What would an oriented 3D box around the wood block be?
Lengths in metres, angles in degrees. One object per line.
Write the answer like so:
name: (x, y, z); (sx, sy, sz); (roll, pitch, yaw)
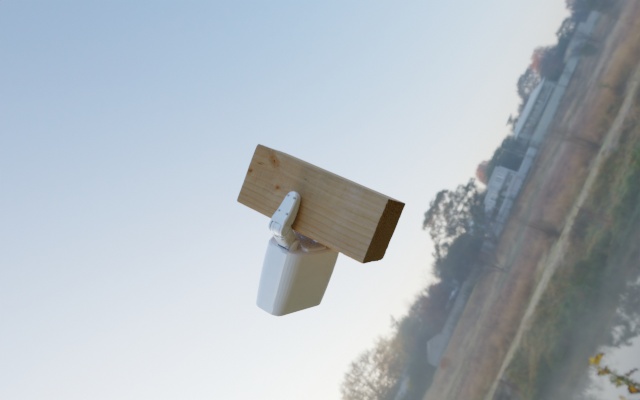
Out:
wood block: (0.000, 0.002, 0.668); (0.206, 0.090, 0.091); (24, 7, 23)
